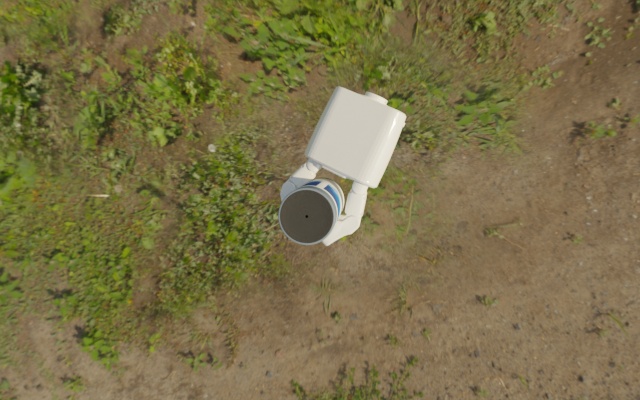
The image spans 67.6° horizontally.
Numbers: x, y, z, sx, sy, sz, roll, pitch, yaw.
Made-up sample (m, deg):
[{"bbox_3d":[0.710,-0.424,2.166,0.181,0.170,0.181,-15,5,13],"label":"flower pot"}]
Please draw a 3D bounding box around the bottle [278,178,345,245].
[{"bbox_3d":[0.000,0.002,0.689,0.069,0.069,0.295,0,6,6],"label":"bottle"}]
